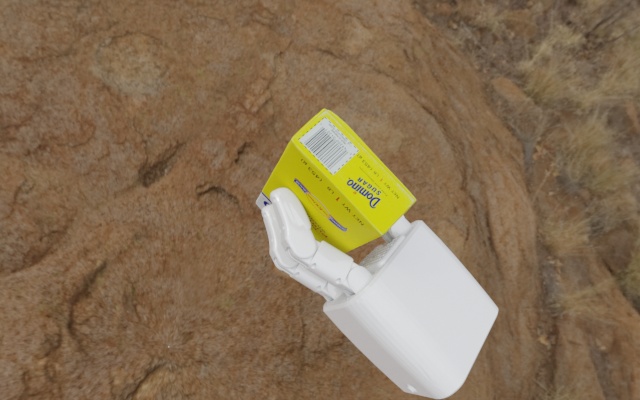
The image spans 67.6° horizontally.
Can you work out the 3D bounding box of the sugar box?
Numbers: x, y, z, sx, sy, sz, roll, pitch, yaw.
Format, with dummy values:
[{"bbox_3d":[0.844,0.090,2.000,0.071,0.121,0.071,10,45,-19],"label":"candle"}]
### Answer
[{"bbox_3d":[0.000,0.002,0.406,0.048,0.093,0.176,-43,-1,-24],"label":"sugar box"}]
